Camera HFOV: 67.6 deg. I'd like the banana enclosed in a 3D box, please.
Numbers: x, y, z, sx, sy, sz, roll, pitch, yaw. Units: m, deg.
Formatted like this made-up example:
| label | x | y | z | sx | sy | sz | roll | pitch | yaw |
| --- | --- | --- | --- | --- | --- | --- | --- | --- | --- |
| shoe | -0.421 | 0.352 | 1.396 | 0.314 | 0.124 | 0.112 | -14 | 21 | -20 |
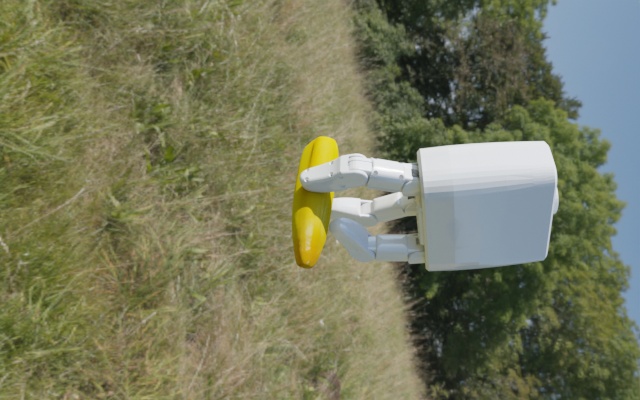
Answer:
| label | x | y | z | sx | sy | sz | roll | pitch | yaw |
| --- | --- | --- | --- | --- | --- | --- | --- | --- | --- |
| banana | -0.002 | -0.016 | 0.471 | 0.037 | 0.070 | 0.197 | -2 | 29 | 8 |
